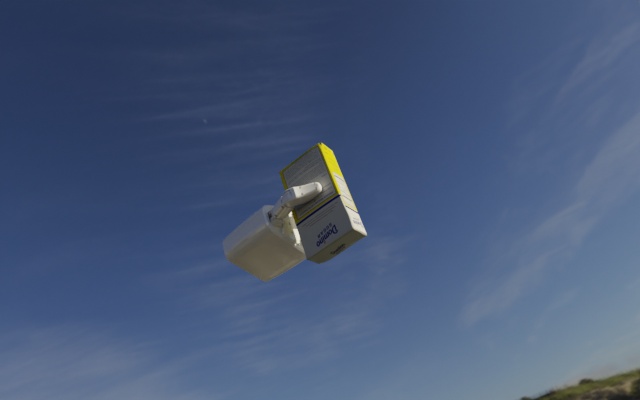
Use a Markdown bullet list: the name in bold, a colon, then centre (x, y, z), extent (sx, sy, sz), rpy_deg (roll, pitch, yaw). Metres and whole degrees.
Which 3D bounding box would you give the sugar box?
- **sugar box**: centre (0.000, 0.003, 0.755), extent (0.093, 0.176, 0.048), rpy_deg (-35, -34, 22)
